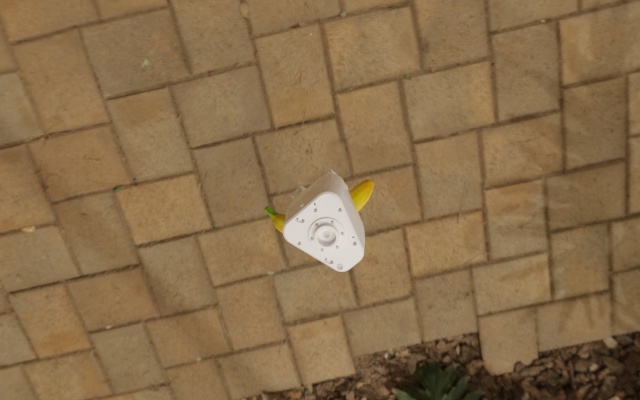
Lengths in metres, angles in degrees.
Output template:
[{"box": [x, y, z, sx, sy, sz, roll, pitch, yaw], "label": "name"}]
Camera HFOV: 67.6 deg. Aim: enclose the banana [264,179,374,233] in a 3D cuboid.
[{"box": [0.002, 0.021, 0.817, 0.198, 0.069, 0.037, -15, 8, 9], "label": "banana"}]
